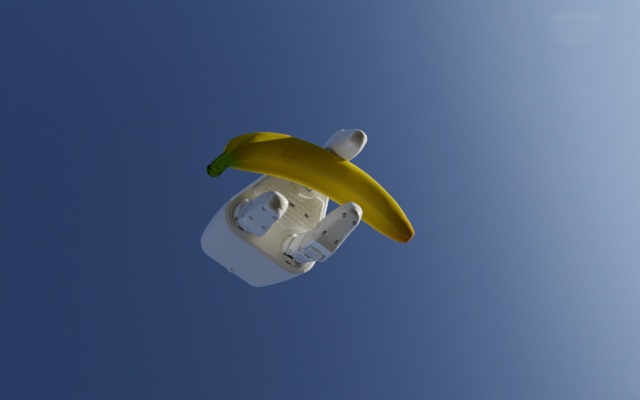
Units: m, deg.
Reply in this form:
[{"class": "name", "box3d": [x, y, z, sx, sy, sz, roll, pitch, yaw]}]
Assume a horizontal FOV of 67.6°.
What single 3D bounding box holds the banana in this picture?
[{"class": "banana", "box3d": [-0.002, -0.016, 0.410, 0.198, 0.069, 0.037, 18, -35, -26]}]
